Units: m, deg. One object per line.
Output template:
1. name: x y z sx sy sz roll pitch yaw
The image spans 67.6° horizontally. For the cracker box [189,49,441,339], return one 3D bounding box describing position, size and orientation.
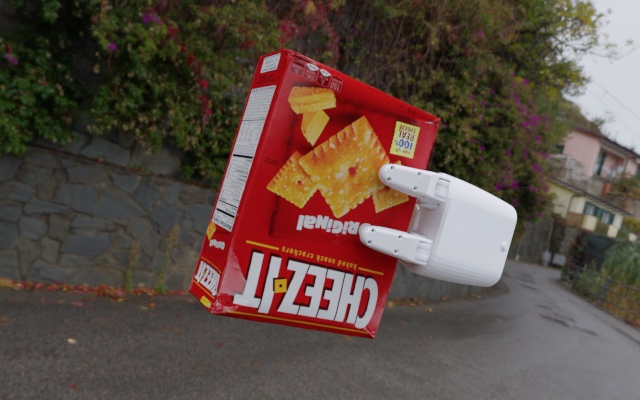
1. cracker box: 0.000 0.001 0.420 0.164 0.213 0.072 17 -2 -29
